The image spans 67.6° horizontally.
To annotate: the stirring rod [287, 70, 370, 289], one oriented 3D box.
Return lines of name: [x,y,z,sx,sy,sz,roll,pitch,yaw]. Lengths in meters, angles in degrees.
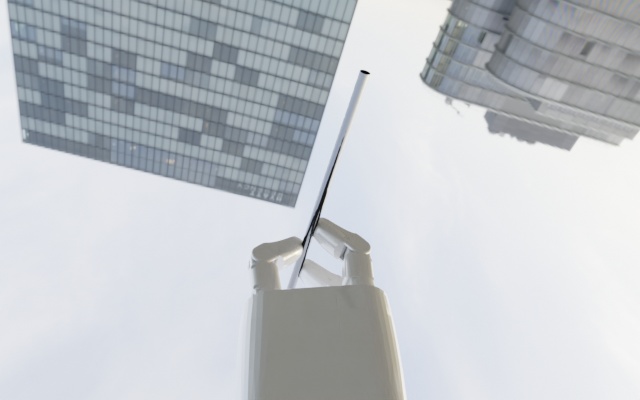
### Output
stirring rod: [0.000,0.001,0.411,0.011,0.240,0.011,12,36,-9]
